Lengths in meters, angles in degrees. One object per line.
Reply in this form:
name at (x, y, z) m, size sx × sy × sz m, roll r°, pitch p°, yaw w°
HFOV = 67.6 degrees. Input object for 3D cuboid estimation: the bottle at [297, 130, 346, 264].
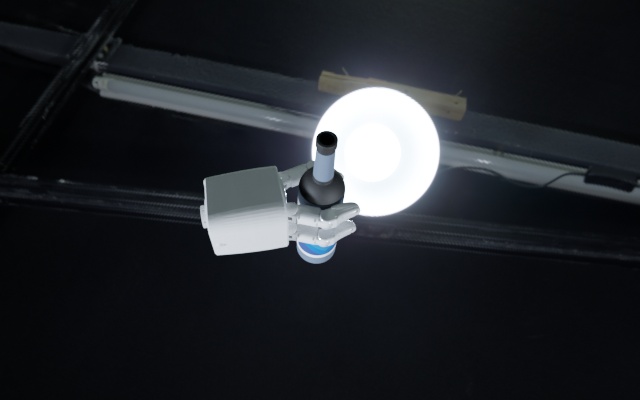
bottle at (0.000, 0.002, 0.697) m, size 0.069 × 0.069 × 0.296 m, roll 0°, pitch -31°, yaw -3°
